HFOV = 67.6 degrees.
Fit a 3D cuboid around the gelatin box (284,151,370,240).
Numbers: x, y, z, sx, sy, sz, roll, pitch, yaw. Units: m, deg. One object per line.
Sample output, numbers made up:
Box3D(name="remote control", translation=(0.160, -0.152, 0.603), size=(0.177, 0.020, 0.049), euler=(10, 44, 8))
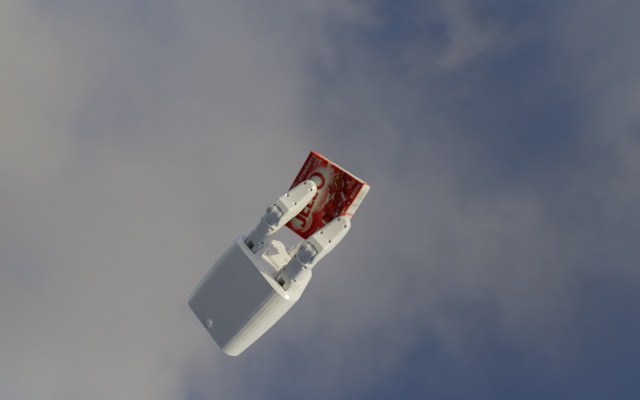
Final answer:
Box3D(name="gelatin box", translation=(0.000, 0.001, 0.531), size=(0.073, 0.089, 0.030), euler=(34, 8, 20))
